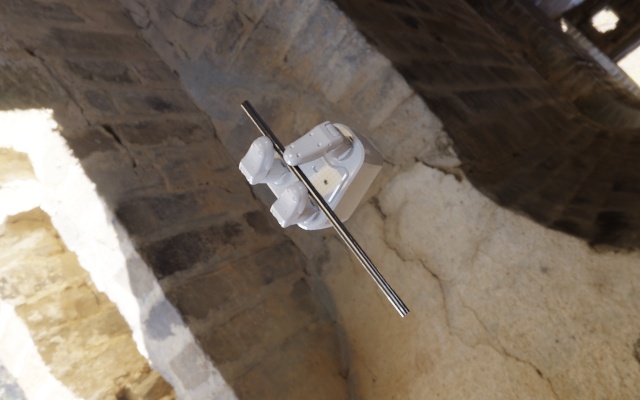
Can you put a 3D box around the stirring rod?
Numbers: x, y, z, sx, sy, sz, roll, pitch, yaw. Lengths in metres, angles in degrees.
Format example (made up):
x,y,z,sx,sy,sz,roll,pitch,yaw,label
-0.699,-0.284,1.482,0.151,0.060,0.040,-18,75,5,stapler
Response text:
x,y,z,sx,sy,sz,roll,pitch,yaw,label
0.000,0.001,0.424,0.011,0.239,0.011,-35,-13,-9,stirring rod
